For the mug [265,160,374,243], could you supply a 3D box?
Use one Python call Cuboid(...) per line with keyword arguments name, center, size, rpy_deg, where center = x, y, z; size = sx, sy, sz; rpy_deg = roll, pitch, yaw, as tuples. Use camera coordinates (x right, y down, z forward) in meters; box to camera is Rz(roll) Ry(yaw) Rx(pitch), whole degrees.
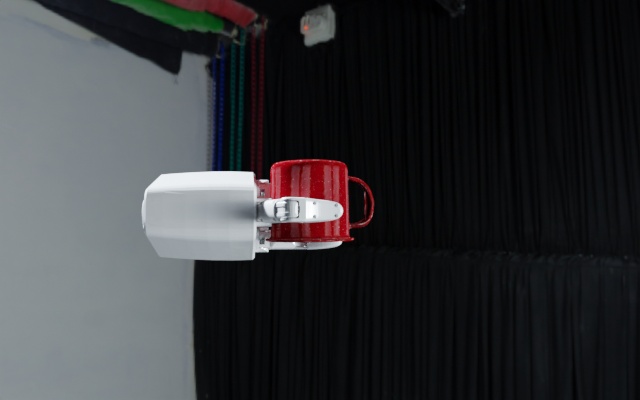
Cuboid(name="mug", center=(0.002, 0.001, 0.506), size=(0.117, 0.081, 0.093), rpy_deg=(0, -3, -10))
